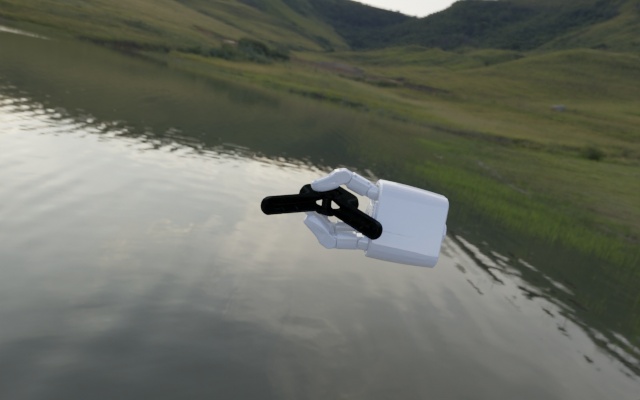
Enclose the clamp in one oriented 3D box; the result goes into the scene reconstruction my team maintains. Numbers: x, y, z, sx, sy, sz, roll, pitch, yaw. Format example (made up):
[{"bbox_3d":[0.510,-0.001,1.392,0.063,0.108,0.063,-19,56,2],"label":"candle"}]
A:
[{"bbox_3d":[0.001,0.001,0.713,0.164,0.036,0.210,12,14,-4],"label":"clamp"}]
